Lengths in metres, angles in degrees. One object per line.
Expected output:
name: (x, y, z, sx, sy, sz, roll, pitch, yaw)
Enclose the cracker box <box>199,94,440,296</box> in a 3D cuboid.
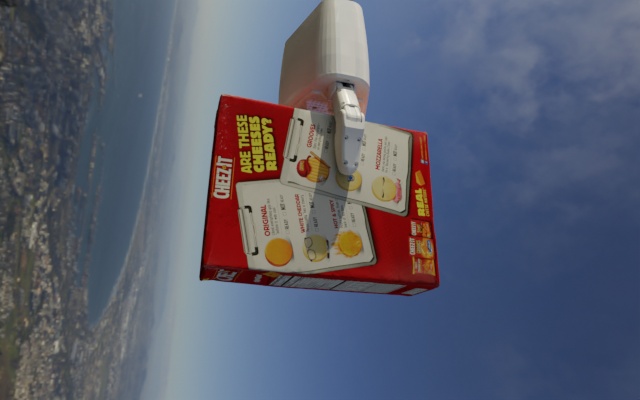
cracker box: (0.000, 0.001, 0.461, 0.214, 0.164, 0.072, 7, -23, -16)
